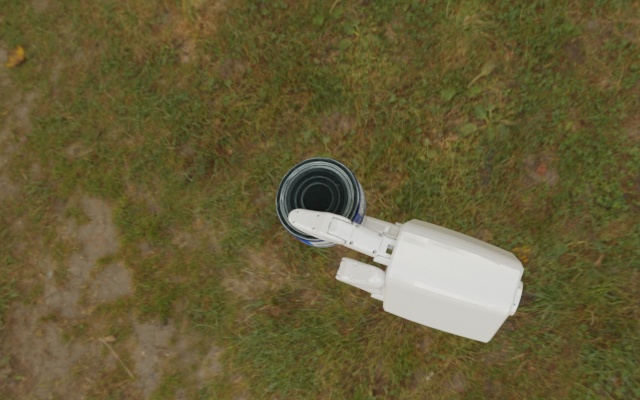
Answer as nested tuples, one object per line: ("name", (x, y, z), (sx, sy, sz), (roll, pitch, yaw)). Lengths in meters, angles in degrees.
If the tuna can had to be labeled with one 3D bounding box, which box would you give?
("tuna can", (0.000, 0.001, 0.470), (0.086, 0.086, 0.034), (0, -14, 15))
